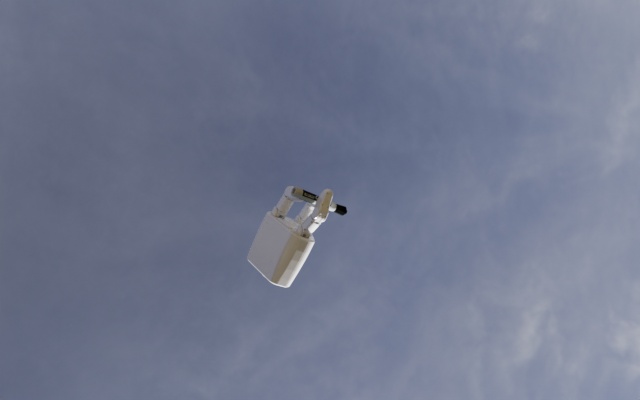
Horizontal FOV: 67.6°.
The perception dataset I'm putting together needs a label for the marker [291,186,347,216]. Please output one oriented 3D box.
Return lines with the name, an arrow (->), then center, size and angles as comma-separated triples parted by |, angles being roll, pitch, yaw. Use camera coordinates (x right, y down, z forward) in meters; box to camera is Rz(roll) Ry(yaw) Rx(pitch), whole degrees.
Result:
marker -> 0.000, 0.003, 0.883 | 0.121, 0.020, 0.020 | 22, -12, -30
